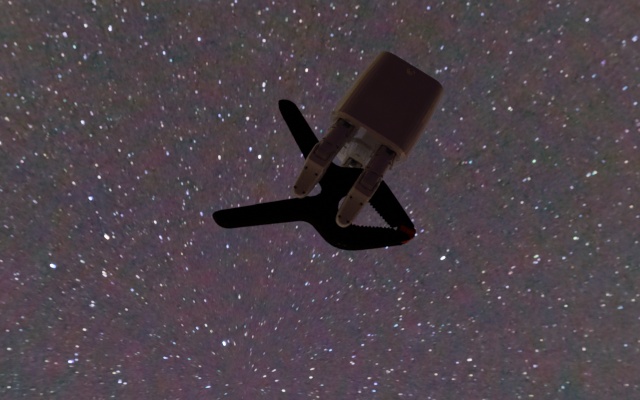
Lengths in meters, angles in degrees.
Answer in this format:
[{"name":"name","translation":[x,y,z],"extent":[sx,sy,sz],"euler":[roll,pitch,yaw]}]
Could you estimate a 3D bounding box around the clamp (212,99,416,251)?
[{"name":"clamp","translation":[0.001,0.002,0.522],"extent":[0.210,0.164,0.036],"euler":[33,-17,4]}]
